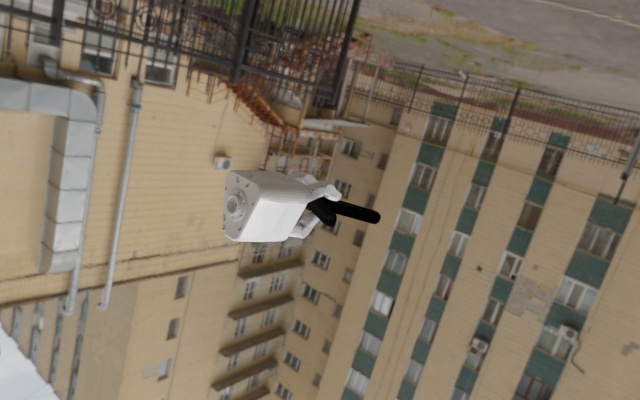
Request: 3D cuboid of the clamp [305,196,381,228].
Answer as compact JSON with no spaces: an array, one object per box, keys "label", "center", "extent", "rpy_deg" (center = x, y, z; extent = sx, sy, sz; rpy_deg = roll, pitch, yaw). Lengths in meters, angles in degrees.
[{"label":"clamp","center":[-0.001,0.003,0.889],"extent":[0.210,0.036,0.164],"rpy_deg":[26,14,39]}]
